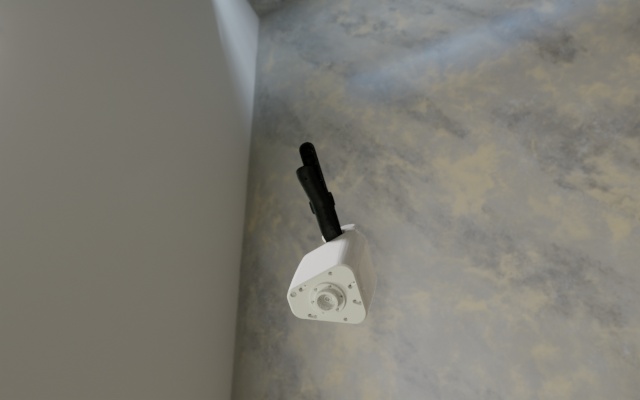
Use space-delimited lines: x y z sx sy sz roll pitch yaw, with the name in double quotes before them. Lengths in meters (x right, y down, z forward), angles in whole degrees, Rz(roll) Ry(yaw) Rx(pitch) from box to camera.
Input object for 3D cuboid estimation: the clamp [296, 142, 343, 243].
"clamp" 0.000 0.003 0.715 0.039 0.171 0.120 -18 14 14
